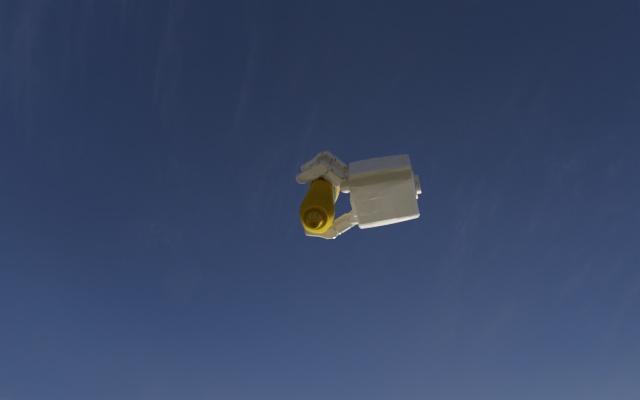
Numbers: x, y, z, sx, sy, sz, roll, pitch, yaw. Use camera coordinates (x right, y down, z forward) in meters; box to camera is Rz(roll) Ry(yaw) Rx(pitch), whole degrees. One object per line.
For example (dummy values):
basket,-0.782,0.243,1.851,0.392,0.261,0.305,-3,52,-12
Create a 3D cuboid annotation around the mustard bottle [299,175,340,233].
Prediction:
mustard bottle,0.000,0.003,0.829,0.058,0.096,0.191,13,22,1
